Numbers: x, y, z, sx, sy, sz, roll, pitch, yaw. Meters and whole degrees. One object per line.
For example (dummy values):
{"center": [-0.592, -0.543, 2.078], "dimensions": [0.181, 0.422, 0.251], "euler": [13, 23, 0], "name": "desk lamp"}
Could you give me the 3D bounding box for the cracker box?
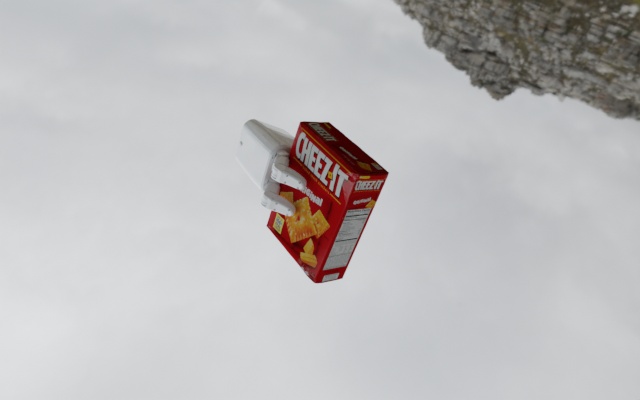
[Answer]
{"center": [0.000, 0.003, 0.781], "dimensions": [0.072, 0.214, 0.164], "euler": [-6, 39, -38], "name": "cracker box"}
